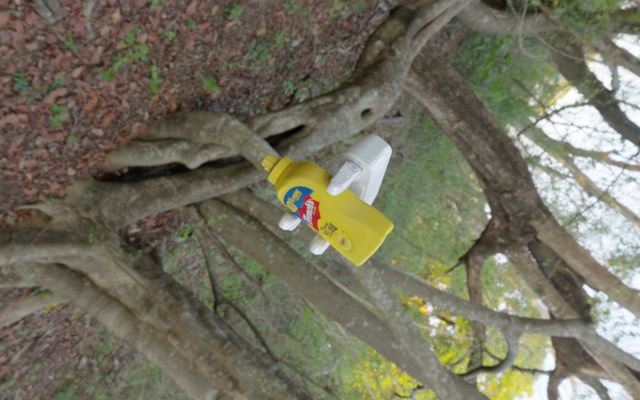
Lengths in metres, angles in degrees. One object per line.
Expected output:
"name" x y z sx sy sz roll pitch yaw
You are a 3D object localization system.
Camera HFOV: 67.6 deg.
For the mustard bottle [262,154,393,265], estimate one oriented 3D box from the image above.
"mustard bottle" 0.000 0.002 0.640 0.191 0.058 0.096 39 -30 4
